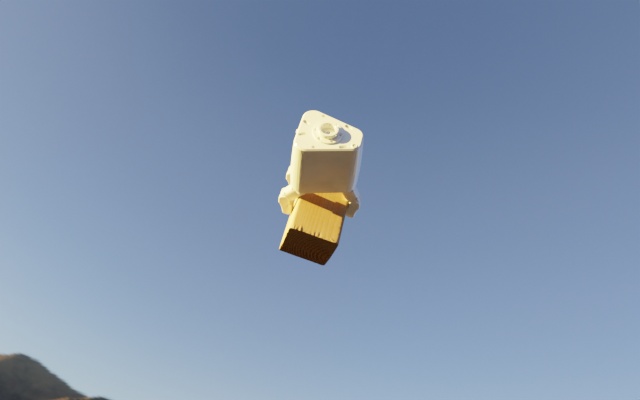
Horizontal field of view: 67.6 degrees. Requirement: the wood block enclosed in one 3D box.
[{"bbox_3d":[0.001,0.003,0.893,0.091,0.206,0.090,20,-36,-6],"label":"wood block"}]
